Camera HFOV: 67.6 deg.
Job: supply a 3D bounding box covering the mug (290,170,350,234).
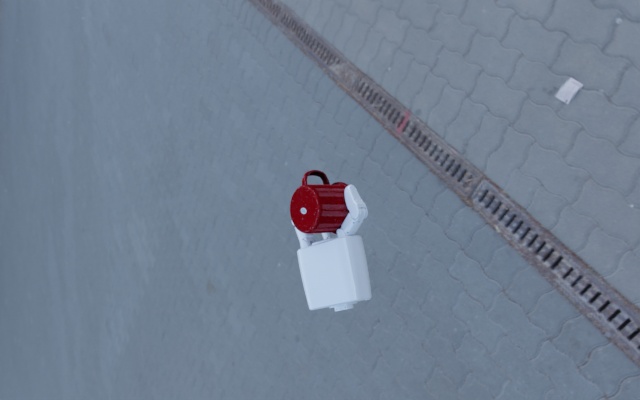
[{"bbox_3d":[0.000,0.001,0.811,0.081,0.117,0.093,0,-18,-40],"label":"mug"}]
